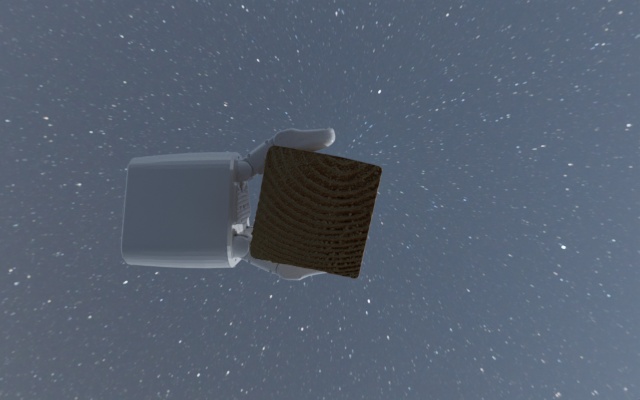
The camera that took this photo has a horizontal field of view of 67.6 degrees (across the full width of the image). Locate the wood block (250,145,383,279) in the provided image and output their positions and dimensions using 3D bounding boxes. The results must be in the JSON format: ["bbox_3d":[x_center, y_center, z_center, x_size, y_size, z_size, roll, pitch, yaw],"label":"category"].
[{"bbox_3d":[0.000,0.001,0.464,0.090,0.091,0.206,11,5,1],"label":"wood block"}]
